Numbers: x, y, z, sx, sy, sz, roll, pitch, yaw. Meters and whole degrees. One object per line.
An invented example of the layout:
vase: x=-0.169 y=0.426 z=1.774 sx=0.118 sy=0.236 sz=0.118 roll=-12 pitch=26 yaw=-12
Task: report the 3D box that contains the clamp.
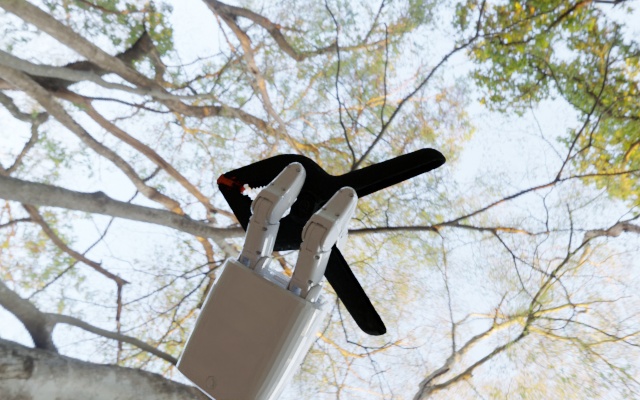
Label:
clamp: x=0.000 y=0.002 z=0.436 sx=0.210 sy=0.164 sz=0.036 roll=25 pitch=-7 yaw=26
